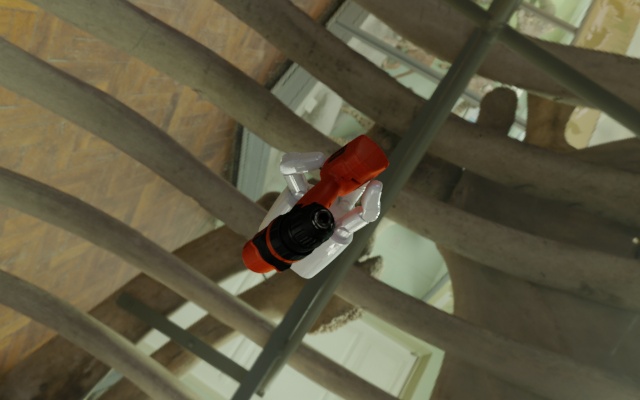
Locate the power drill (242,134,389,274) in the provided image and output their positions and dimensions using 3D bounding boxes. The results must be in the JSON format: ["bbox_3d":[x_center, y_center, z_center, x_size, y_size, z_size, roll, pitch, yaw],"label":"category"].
[{"bbox_3d":[0.000,0.002,0.554,0.187,0.057,0.184,-45,8,-33],"label":"power drill"}]
